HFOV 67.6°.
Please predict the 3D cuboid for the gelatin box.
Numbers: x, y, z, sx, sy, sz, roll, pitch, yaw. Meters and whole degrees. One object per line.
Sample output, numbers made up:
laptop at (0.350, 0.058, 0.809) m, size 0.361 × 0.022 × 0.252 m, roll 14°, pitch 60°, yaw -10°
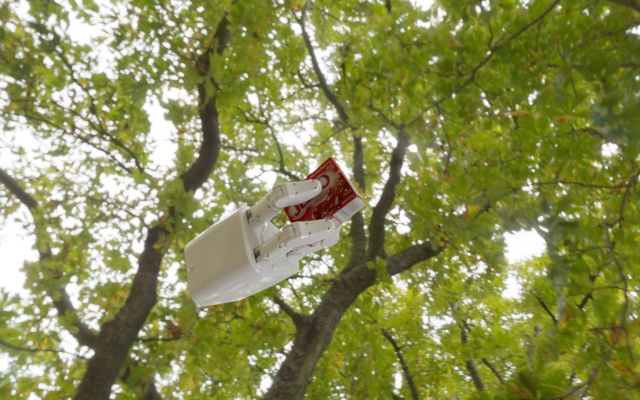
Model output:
gelatin box at (0.001, 0.002, 0.586) m, size 0.089 × 0.073 × 0.030 m, roll -39°, pitch -37°, yaw 10°
